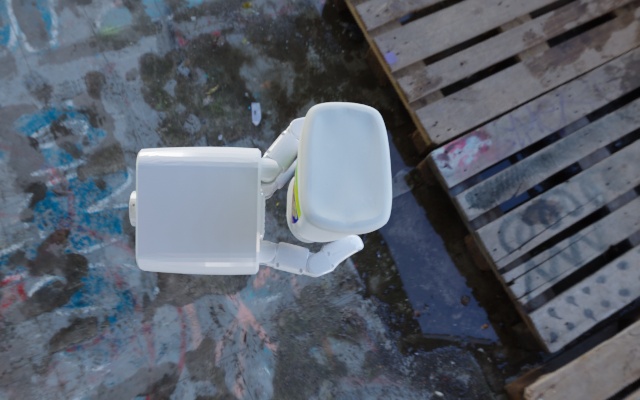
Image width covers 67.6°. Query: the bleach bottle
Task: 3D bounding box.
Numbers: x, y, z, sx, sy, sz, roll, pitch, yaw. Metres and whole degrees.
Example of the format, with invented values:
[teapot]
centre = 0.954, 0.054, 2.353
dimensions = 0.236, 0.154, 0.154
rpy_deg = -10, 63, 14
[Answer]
[bleach bottle]
centre = 0.000, 0.001, 0.459
dimensions = 0.068, 0.102, 0.251
rpy_deg = 2, -14, -9
